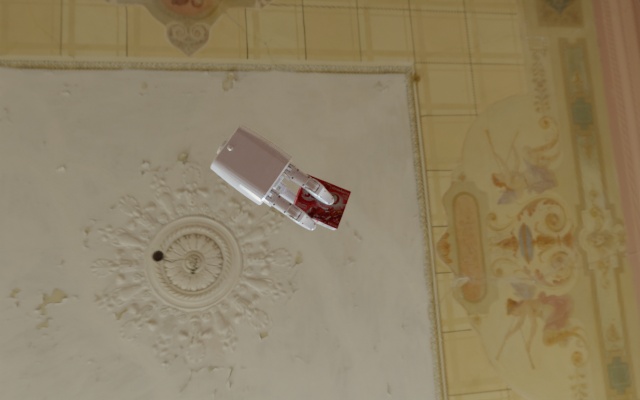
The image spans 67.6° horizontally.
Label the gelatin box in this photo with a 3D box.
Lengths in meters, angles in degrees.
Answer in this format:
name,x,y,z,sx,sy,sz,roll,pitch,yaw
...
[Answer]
name,x,y,z,sx,sy,sz,roll,pitch,yaw
gelatin box,0.000,0.003,0.848,0.089,0.073,0.030,22,-11,-9
